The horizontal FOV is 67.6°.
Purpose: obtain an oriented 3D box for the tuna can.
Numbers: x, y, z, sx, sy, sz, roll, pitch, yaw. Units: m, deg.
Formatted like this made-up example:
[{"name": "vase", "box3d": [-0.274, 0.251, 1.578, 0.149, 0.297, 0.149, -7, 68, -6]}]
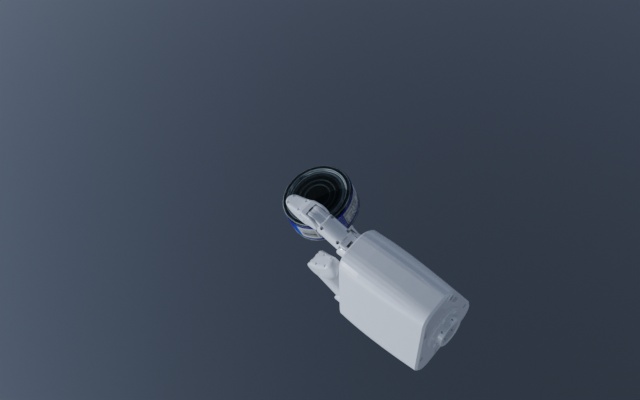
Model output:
[{"name": "tuna can", "box3d": [0.000, 0.001, 0.555, 0.086, 0.086, 0.034, 0, -32, 22]}]
